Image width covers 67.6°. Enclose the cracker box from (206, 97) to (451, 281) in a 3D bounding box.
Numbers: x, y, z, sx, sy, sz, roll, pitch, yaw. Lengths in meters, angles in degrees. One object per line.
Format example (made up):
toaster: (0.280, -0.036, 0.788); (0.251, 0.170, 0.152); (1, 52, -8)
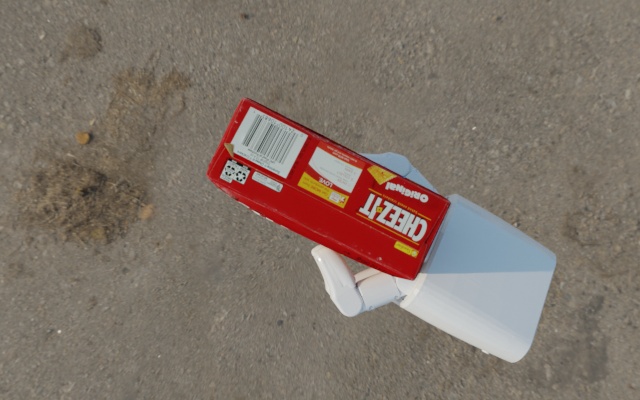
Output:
cracker box: (0.000, 0.001, 0.429); (0.164, 0.072, 0.214); (26, -6, -1)
